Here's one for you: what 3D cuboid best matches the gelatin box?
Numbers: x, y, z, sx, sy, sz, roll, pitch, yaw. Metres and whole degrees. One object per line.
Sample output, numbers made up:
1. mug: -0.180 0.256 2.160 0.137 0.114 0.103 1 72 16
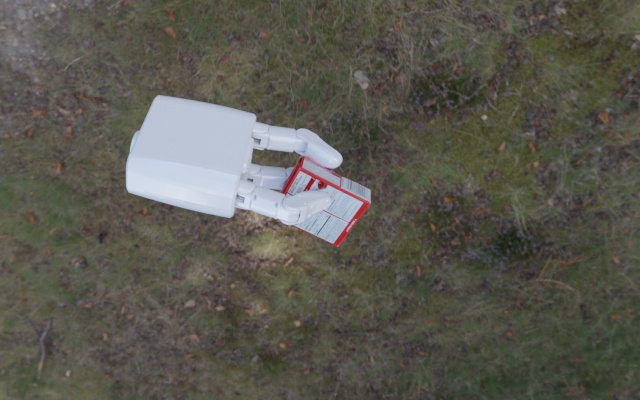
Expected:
1. gelatin box: 0.000 0.002 0.527 0.089 0.073 0.030 26 34 -11
